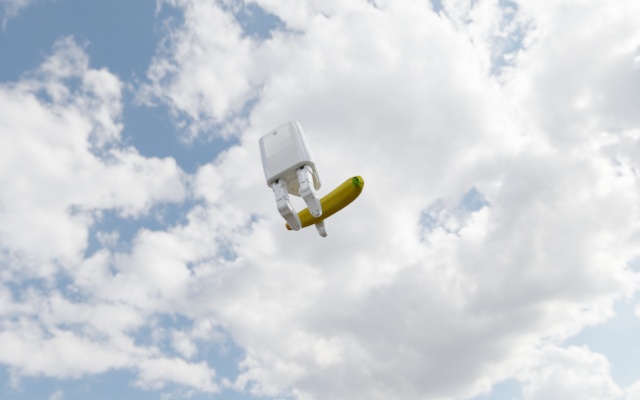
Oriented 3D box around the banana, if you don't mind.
[{"bbox_3d":[0.016,0.002,0.858,0.069,0.037,0.198,3,-31,-44],"label":"banana"}]
